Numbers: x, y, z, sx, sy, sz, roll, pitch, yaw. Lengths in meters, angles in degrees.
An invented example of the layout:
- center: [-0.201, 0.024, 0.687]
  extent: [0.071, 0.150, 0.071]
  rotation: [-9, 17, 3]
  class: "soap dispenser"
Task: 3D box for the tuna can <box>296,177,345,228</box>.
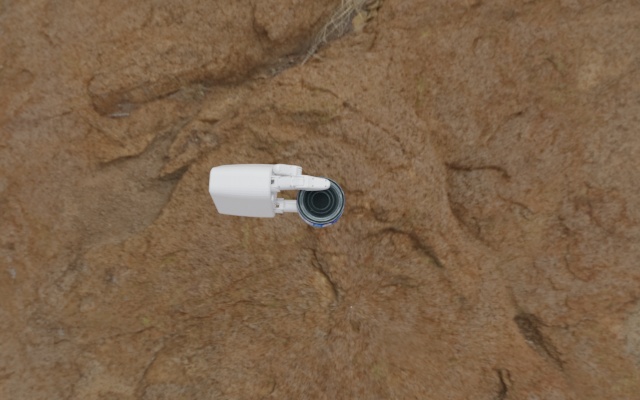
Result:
- center: [0.000, 0.003, 0.834]
  extent: [0.086, 0.086, 0.034]
  rotation: [0, -12, -2]
  class: "tuna can"
